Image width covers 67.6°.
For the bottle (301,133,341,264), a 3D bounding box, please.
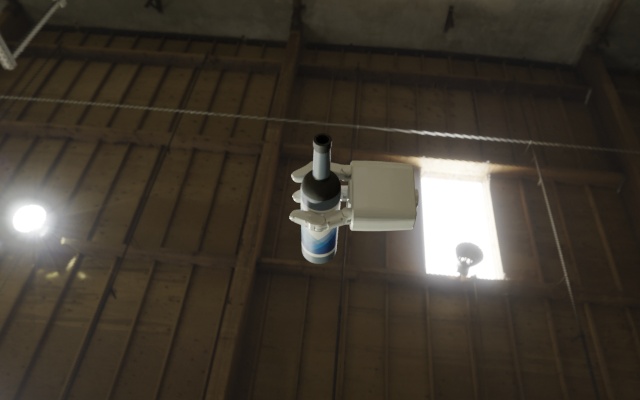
[{"bbox_3d":[0.000,0.003,0.809,0.069,0.069,0.296,0,-39,-1],"label":"bottle"}]
